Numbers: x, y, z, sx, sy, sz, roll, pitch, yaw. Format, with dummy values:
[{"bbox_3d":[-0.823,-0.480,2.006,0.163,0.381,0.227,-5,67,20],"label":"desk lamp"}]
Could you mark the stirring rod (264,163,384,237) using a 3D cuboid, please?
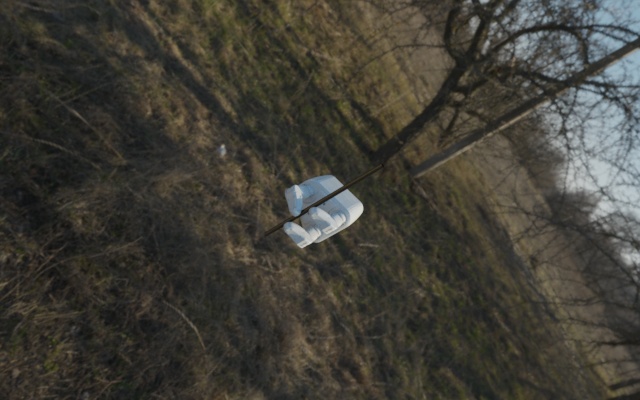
[{"bbox_3d":[0.000,0.003,0.781,0.239,0.011,0.011,-31,-13,23],"label":"stirring rod"}]
